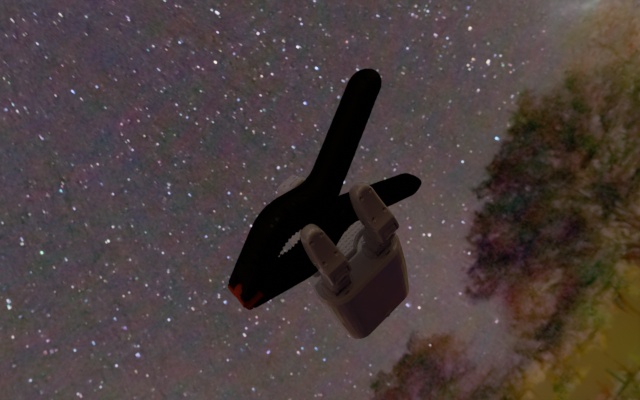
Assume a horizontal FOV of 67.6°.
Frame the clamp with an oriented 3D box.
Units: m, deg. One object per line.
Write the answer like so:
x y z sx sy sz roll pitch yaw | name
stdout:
-0.001 0.001 0.406 0.036 0.210 0.165 38 -16 39 | clamp
